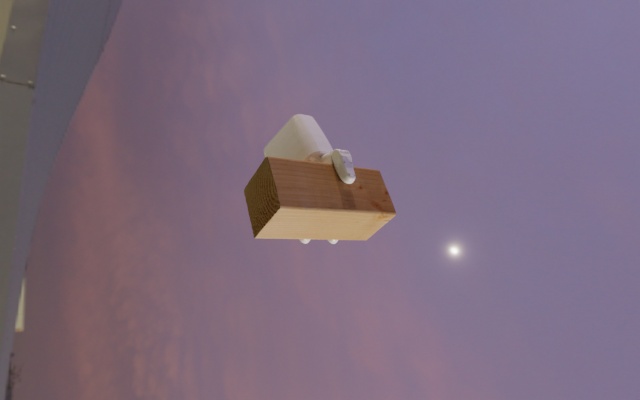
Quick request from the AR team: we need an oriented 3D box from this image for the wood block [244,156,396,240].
[{"bbox_3d":[0.000,0.002,0.736,0.206,0.090,0.091,4,-35,-33],"label":"wood block"}]
